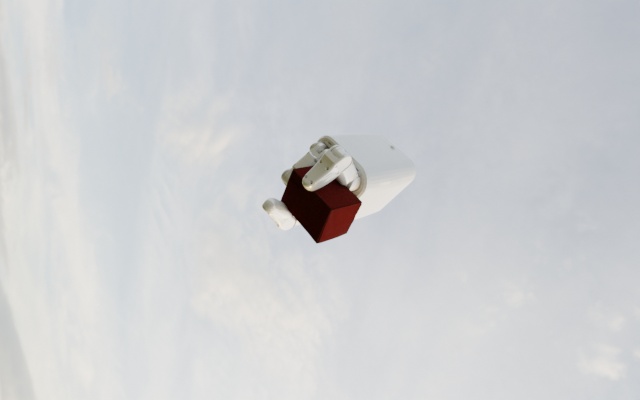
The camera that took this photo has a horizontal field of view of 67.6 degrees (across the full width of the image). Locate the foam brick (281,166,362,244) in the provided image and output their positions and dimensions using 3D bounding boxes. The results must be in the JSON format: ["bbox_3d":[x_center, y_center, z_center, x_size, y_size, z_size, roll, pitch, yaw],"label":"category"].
[{"bbox_3d":[0.000,0.002,0.560,0.051,0.053,0.078,-11,48,-41],"label":"foam brick"}]
